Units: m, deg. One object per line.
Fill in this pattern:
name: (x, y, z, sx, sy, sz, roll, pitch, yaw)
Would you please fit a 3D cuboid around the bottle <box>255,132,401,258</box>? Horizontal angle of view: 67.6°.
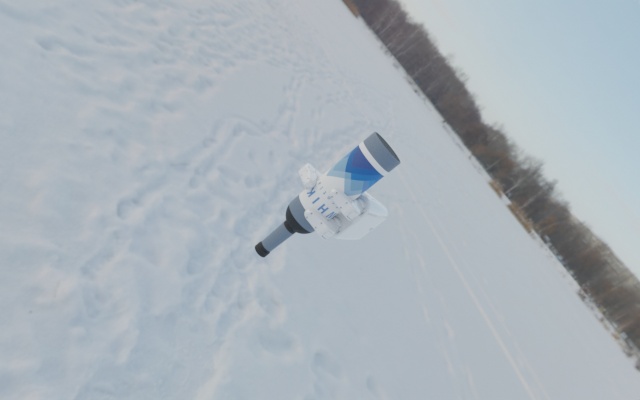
bottle: (0.000, 0.002, 0.815, 0.296, 0.069, 0.069, -39, -13, 17)
